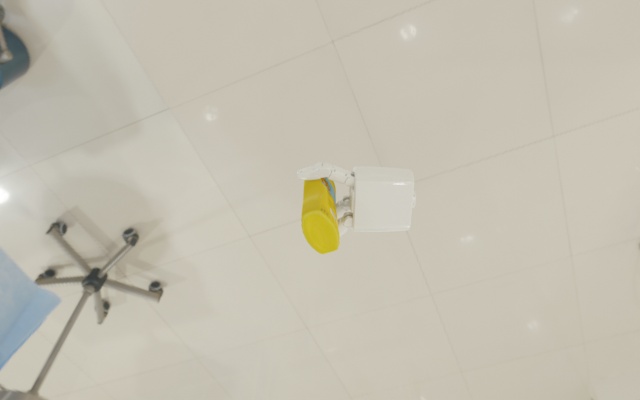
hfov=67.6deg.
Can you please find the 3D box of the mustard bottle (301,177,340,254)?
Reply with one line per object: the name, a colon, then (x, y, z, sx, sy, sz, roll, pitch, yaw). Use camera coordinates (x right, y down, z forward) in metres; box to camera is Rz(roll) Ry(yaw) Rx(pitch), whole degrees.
mustard bottle: (0.000, 0.003, 0.873, 0.058, 0.096, 0.191, -19, 32, 12)
